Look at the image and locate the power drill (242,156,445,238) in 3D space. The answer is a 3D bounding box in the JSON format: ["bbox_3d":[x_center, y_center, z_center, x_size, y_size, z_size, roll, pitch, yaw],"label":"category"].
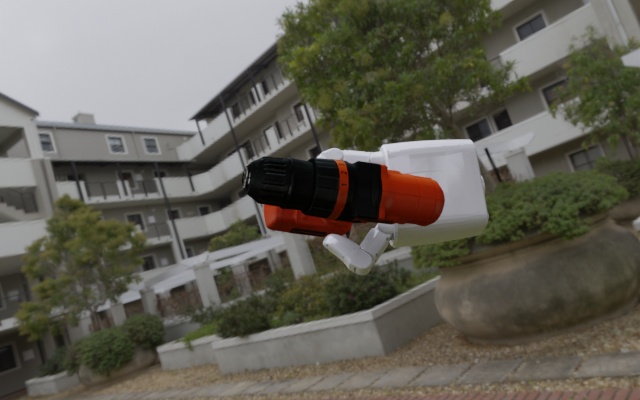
[{"bbox_3d":[0.000,0.002,0.479,0.184,0.057,0.187,9,-9,-19],"label":"power drill"}]
